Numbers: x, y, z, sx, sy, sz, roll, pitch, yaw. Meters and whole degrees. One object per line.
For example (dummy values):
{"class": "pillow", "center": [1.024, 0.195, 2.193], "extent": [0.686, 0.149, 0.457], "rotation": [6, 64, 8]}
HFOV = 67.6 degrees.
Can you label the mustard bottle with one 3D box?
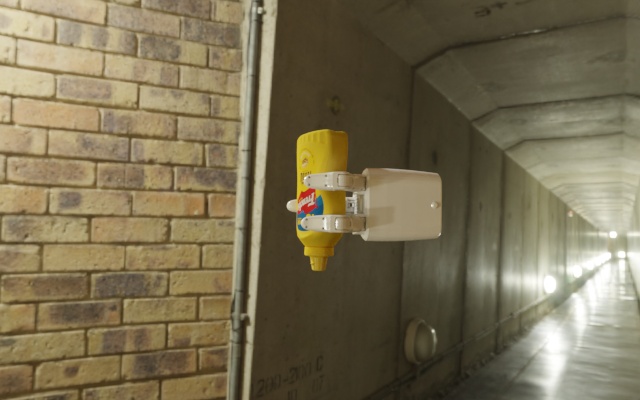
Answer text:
{"class": "mustard bottle", "center": [0.000, 0.002, 0.673], "extent": [0.058, 0.191, 0.096], "rotation": [3, -4, -31]}
